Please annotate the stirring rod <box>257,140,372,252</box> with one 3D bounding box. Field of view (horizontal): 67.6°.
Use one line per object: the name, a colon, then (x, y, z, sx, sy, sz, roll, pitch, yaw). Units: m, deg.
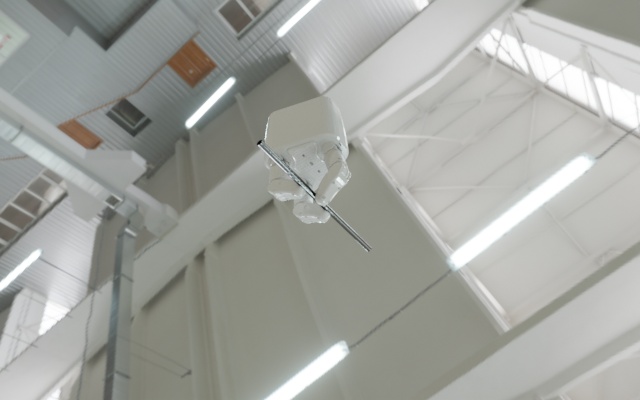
stirring rod: (0.000, 0.002, 0.615, 0.011, 0.011, 0.240, 0, -34, 45)
